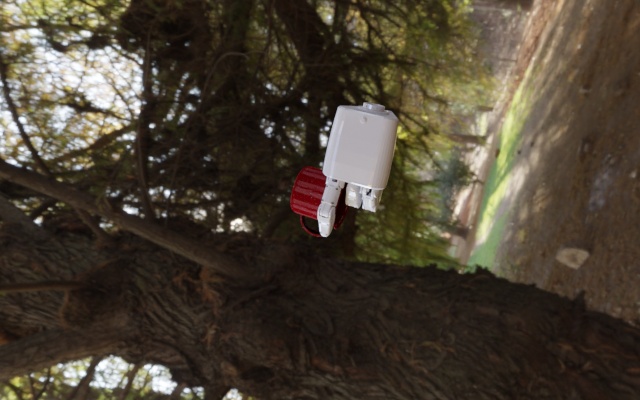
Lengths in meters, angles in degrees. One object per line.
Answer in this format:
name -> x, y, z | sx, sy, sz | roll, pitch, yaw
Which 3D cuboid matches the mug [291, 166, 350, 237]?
mug -> 0.000, 0.004, 0.795 | 0.081, 0.117, 0.093 | 17, 17, 15
